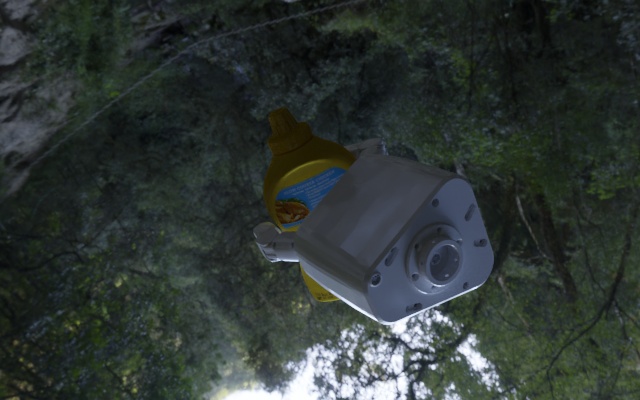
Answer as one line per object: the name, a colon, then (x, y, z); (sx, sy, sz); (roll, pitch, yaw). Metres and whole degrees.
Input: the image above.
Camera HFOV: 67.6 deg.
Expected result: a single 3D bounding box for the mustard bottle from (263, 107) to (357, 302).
mustard bottle: (0.000, 0.002, 0.456); (0.096, 0.192, 0.058); (-23, 23, 5)
